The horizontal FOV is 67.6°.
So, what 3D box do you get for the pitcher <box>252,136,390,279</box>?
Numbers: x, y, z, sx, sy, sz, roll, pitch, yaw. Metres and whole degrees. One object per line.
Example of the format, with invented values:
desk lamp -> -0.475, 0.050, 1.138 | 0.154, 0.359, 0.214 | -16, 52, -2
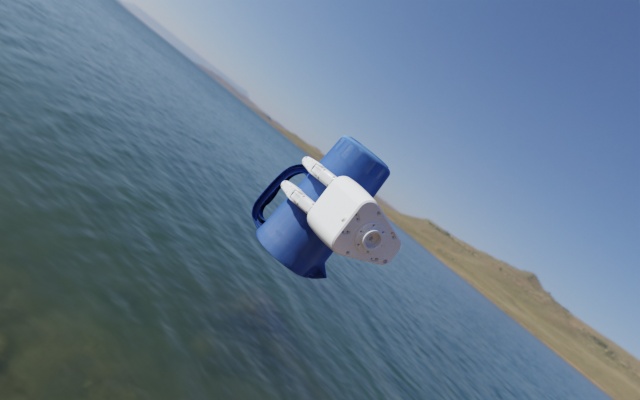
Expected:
pitcher -> 0.000, 0.003, 0.843 | 0.149, 0.243, 0.145 | 37, 5, -27
